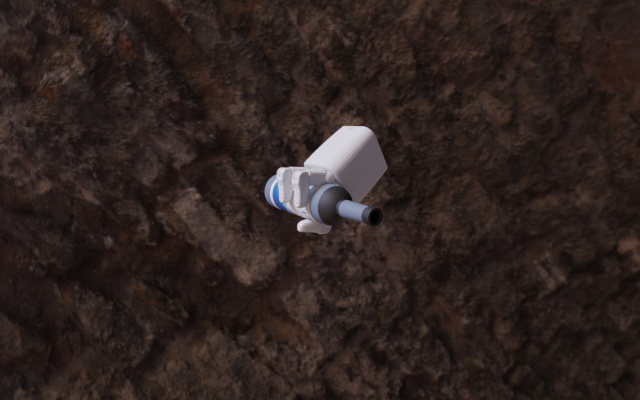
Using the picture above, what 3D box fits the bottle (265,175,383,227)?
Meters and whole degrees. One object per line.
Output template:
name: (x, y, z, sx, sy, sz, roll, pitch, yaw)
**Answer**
bottle: (0.000, 0.003, 0.799, 0.069, 0.069, 0.295, 0, 8, -32)
